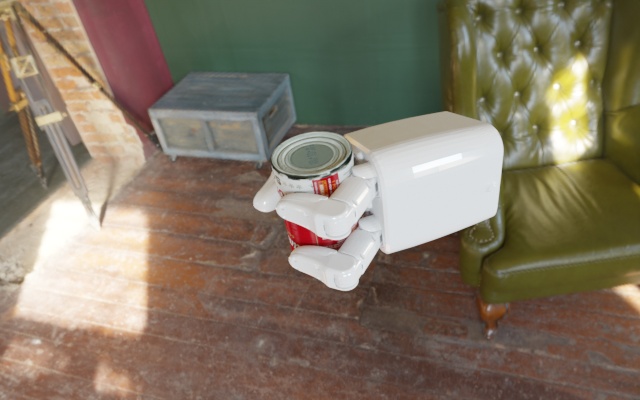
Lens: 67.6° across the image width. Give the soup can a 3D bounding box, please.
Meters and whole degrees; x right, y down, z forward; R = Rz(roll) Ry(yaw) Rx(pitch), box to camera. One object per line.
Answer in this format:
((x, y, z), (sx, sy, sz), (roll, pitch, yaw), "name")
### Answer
((0.000, 0.001, 0.408), (0.068, 0.102, 0.068), (-6, 38, 5), "soup can")
